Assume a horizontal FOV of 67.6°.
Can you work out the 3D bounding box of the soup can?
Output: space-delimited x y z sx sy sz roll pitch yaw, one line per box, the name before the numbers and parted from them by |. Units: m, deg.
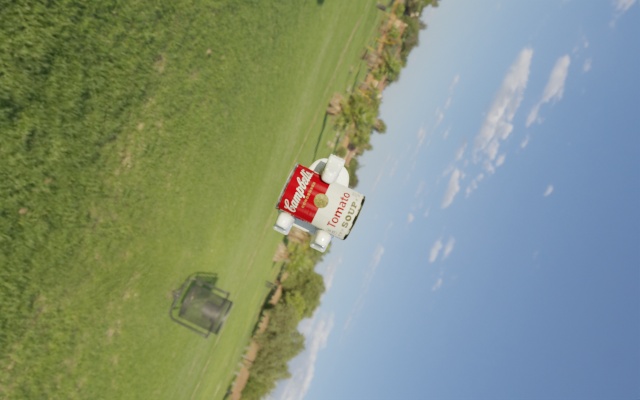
soup can | 0.000 0.002 0.632 0.102 0.068 0.068 26 0 -1
